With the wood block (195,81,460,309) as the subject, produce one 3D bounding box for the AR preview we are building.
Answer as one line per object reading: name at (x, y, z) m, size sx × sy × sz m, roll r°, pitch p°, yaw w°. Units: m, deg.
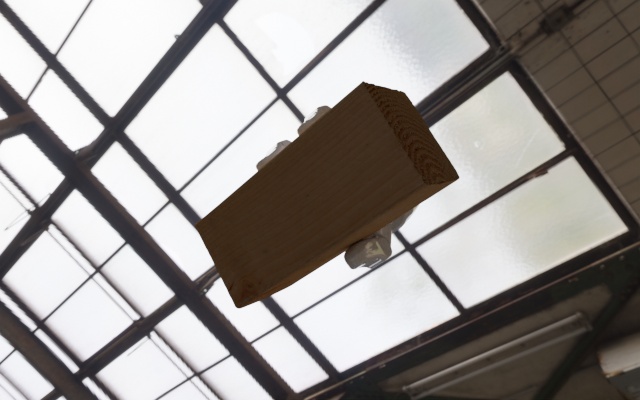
wood block at (0.000, 0.002, 0.415) m, size 0.206 × 0.091 × 0.090 m, roll -37°, pitch -13°, yaw 29°
